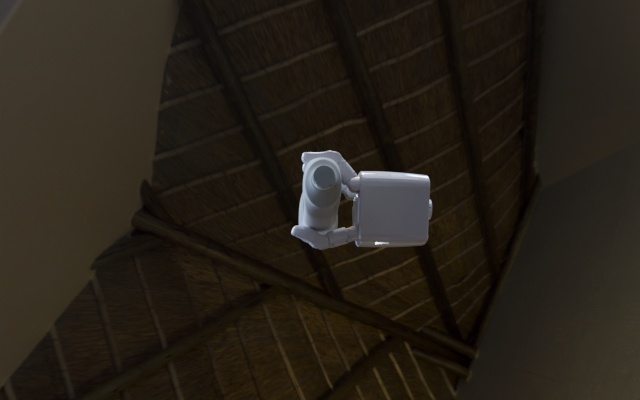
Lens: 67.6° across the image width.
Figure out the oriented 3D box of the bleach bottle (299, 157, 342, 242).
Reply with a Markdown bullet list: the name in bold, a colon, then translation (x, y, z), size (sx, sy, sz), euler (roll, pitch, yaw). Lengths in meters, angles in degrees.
- **bleach bottle**: translation (0.000, 0.002, 0.726), size (0.068, 0.102, 0.251), euler (0, -12, -2)
